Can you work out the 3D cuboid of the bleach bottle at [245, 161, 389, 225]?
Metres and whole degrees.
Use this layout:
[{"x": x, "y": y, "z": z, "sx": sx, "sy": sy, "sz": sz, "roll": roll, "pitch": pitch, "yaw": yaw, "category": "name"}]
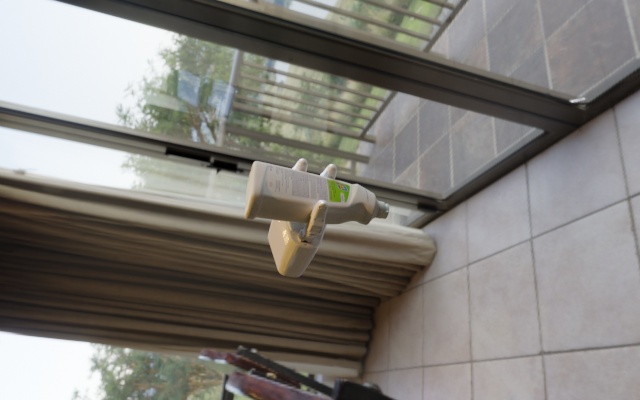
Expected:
[{"x": 0.000, "y": 0.003, "z": 0.826, "sx": 0.251, "sy": 0.102, "sz": 0.068, "roll": 11, "pitch": -44, "yaw": -15, "category": "bleach bottle"}]
